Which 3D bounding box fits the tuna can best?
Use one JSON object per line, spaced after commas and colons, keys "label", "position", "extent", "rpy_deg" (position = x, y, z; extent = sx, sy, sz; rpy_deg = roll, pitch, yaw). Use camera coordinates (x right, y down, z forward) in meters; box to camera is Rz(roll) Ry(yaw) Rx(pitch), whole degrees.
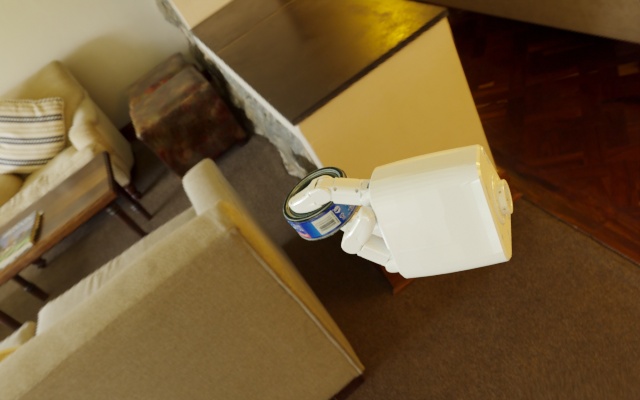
{"label": "tuna can", "position": [0.000, 0.001, 0.543], "extent": [0.086, 0.086, 0.034], "rpy_deg": [0, -41, 45]}
